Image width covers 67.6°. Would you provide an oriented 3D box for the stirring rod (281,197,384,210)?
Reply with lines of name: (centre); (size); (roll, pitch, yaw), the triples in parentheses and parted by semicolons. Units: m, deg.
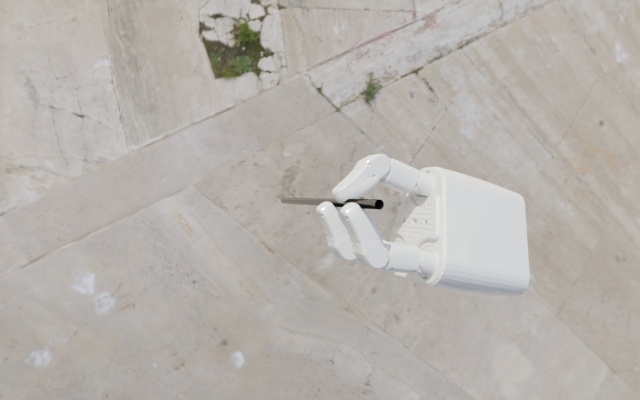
stirring rod: (0.000, 0.002, 0.478); (0.011, 0.011, 0.239); (0, 1, -22)
